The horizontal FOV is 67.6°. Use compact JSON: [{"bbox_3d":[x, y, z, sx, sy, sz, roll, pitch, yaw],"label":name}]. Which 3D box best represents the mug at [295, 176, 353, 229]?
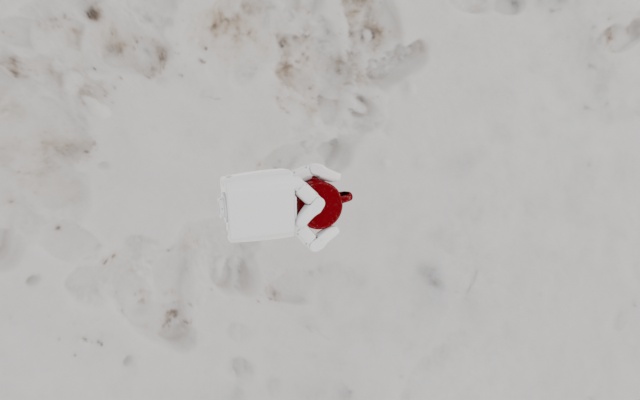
[{"bbox_3d":[0.002,0.003,0.830,0.117,0.093,0.081,-9,9,-15],"label":"mug"}]
